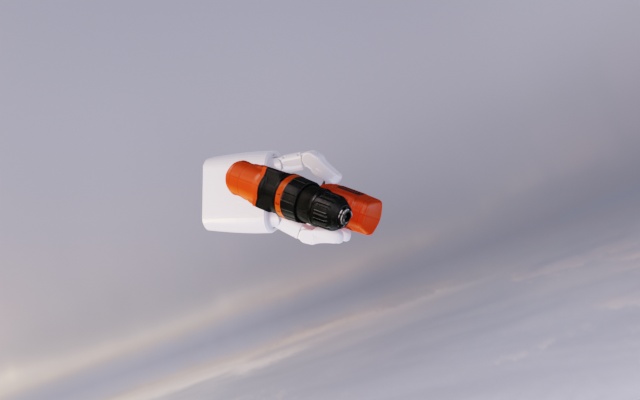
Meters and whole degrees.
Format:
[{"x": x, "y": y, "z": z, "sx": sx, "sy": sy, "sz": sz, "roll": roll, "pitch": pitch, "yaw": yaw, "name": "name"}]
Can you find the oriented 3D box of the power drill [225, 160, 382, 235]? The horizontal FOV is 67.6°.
[{"x": 0.000, "y": 0.002, "z": 0.601, "sx": 0.184, "sy": 0.057, "sz": 0.188, "roll": 22, "pitch": 4, "yaw": 37, "name": "power drill"}]
